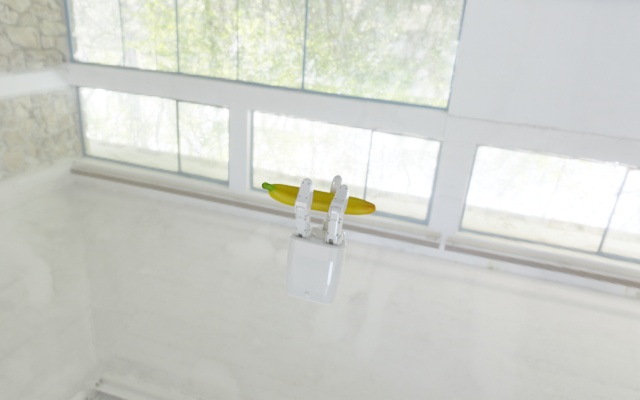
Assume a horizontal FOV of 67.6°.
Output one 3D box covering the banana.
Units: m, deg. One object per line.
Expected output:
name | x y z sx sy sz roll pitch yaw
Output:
banana | -0.005 0.001 0.829 0.198 0.037 0.069 10 4 -7
